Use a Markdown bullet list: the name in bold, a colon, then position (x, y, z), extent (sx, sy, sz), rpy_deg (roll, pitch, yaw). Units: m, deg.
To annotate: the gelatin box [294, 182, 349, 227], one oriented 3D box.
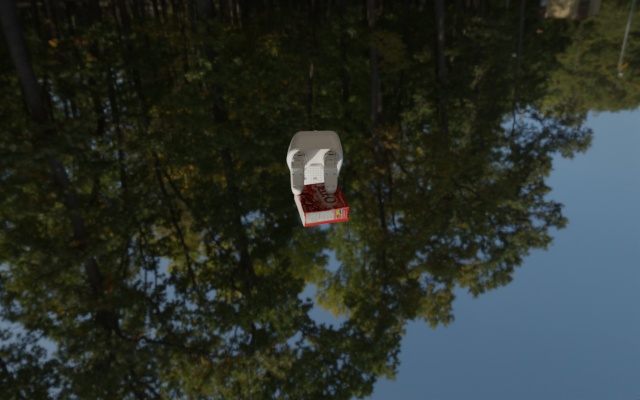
- **gelatin box**: position (0.000, 0.003, 0.775), extent (0.073, 0.030, 0.089), rpy_deg (-7, 33, -10)
